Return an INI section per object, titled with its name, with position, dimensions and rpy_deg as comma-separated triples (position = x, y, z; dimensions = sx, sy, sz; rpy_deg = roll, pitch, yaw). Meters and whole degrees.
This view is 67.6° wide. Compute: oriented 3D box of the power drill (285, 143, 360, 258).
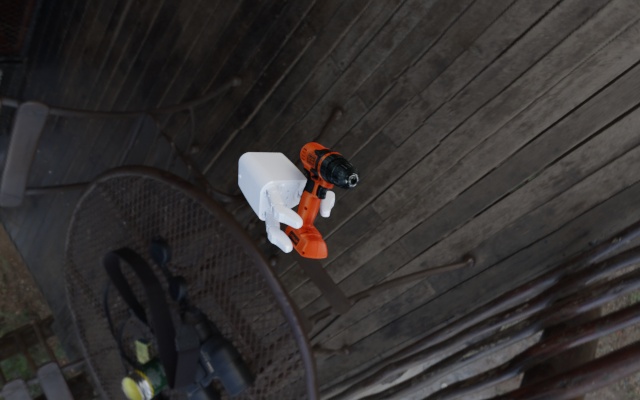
[power drill]
position = 0.000, 0.003, 0.840
dimensions = 0.057, 0.188, 0.184
rpy_deg = 9, 16, -25
